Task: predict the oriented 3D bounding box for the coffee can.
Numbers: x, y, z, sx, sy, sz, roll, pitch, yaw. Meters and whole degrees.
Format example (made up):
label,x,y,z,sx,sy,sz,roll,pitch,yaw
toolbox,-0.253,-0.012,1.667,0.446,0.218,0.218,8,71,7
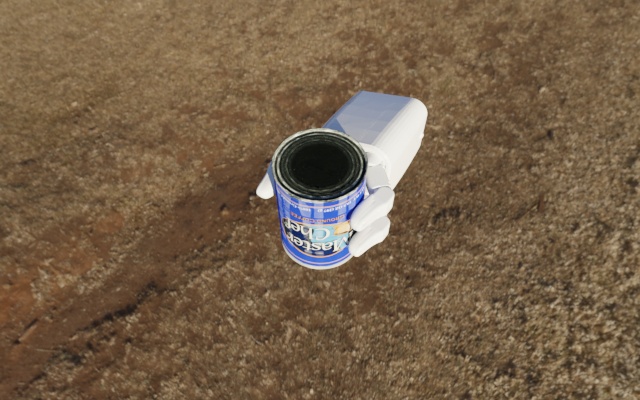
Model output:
label,x,y,z,sx,sy,sz,roll,pitch,yaw
coffee can,0.000,0.002,0.556,0.103,0.102,0.140,0,-36,1
